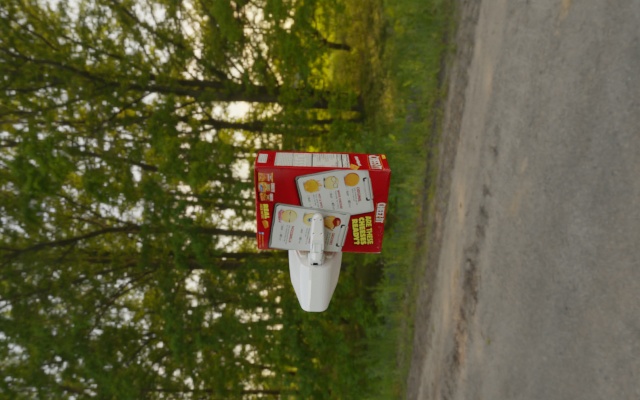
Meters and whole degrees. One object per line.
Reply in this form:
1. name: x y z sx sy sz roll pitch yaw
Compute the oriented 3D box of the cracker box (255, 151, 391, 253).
1. cracker box: 0.000 0.003 0.801 0.214 0.164 0.072 1 32 -2
